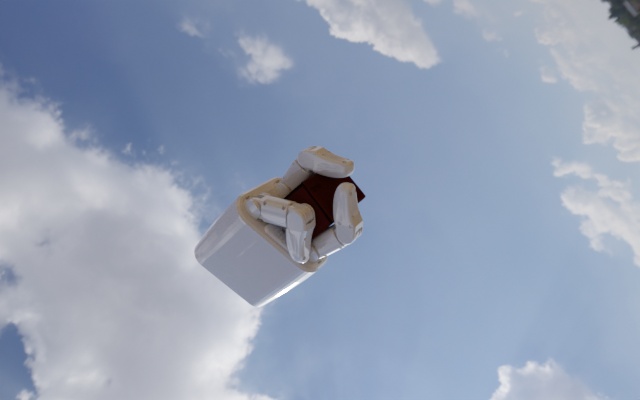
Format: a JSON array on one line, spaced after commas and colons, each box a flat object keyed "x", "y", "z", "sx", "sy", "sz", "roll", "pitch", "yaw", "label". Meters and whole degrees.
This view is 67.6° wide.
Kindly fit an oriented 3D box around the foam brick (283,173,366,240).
[{"x": 0.000, "y": 0.002, "z": 0.508, "sx": 0.051, "sy": 0.053, "sz": 0.078, "roll": -41, "pitch": -4, "yaw": 37, "label": "foam brick"}]
